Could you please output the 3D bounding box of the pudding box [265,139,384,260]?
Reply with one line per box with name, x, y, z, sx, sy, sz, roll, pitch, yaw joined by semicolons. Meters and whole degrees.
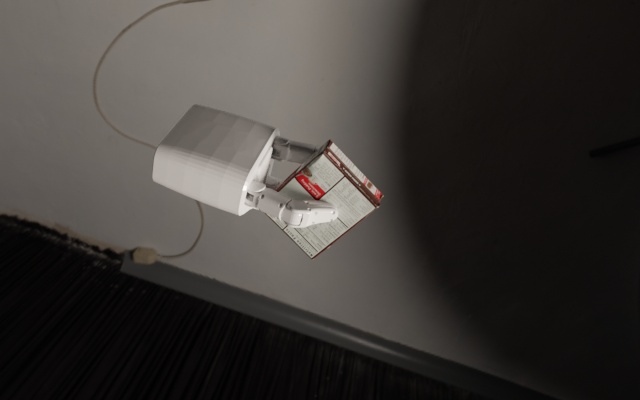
pudding box;0.000;0.002;0.544;0.113;0.090;0.039;-40;10;29
